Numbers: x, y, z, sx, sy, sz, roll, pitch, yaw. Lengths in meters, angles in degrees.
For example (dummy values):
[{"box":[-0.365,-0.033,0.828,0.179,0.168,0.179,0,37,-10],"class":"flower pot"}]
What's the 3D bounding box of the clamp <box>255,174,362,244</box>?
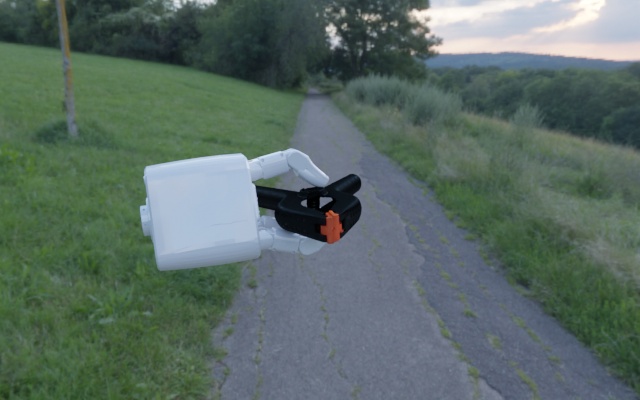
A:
[{"box":[0.000,0.001,0.553,0.164,0.036,0.210,-9,15,-17],"class":"clamp"}]
